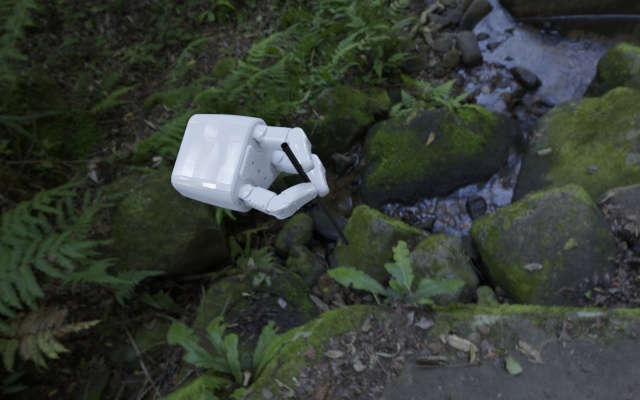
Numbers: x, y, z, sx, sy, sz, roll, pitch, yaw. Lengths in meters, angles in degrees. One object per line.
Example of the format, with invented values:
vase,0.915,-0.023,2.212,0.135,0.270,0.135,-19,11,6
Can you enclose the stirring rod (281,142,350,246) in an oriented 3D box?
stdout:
stirring rod,0.000,0.002,0.601,0.011,0.011,0.240,0,-30,22
